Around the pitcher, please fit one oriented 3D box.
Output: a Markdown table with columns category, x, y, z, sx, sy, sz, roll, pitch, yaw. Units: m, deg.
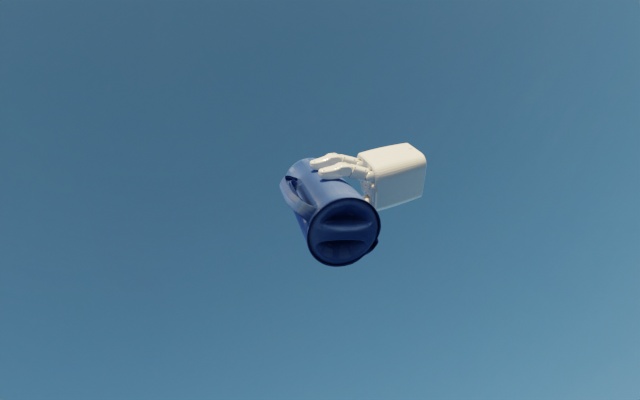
| category | x | y | z | sx | sy | sz | roll | pitch | yaw |
| --- | --- | --- | --- | --- | --- | --- | --- | --- | --- |
| pitcher | 0.000 | 0.003 | 0.898 | 0.145 | 0.149 | 0.242 | -17 | 29 | -10 |
